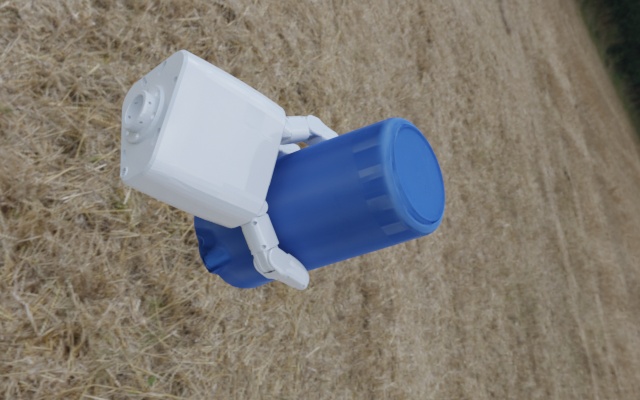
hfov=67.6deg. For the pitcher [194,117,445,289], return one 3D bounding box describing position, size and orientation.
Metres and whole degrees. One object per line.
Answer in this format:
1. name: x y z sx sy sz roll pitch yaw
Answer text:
1. pitcher: 0.000 0.002 0.493 0.243 0.149 0.145 -18 -32 37
